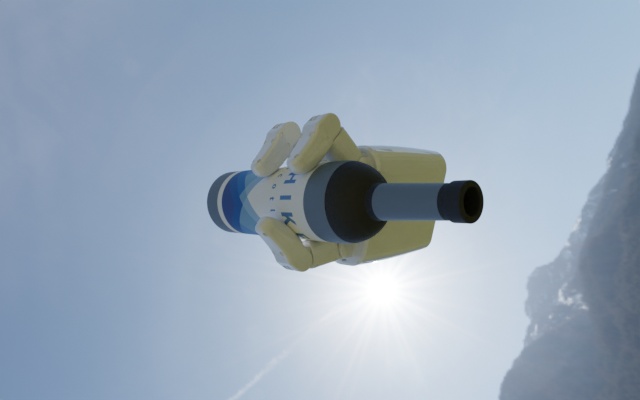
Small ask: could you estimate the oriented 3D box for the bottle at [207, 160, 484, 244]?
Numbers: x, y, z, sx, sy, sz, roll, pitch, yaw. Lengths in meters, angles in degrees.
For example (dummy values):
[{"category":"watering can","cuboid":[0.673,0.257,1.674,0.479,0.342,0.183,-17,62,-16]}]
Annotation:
[{"category":"bottle","cuboid":[0.000,0.001,0.409,0.069,0.069,0.295,0,0,-40]}]
